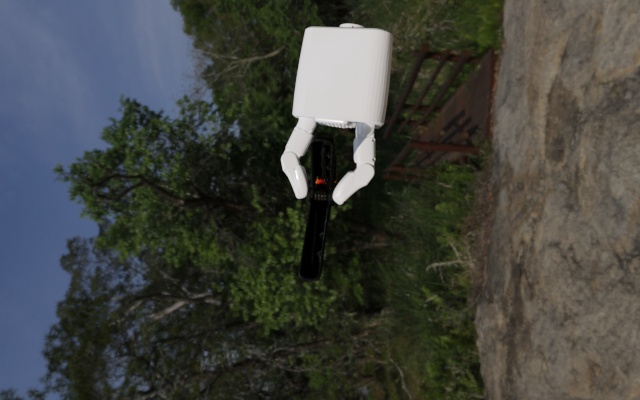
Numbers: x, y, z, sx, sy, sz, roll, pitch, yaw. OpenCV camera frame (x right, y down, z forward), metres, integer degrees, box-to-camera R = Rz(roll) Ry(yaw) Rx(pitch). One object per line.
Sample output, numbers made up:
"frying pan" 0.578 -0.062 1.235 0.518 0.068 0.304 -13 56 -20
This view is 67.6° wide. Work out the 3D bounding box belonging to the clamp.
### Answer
"clamp" -0.001 0.002 0.595 0.036 0.164 0.210 7 6 3
